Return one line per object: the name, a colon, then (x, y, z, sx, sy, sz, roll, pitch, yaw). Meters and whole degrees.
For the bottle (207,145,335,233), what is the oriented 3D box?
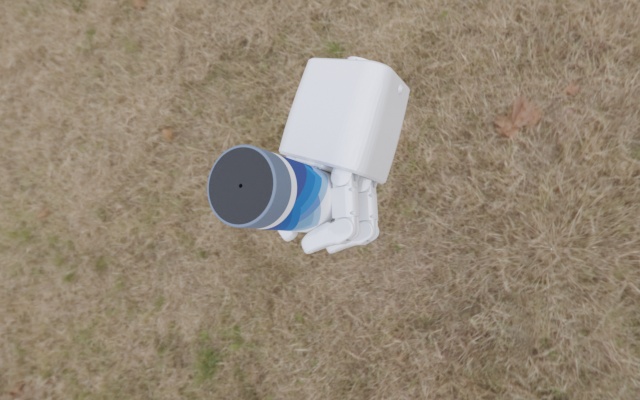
bottle: (0.000, 0.002, 0.509, 0.069, 0.069, 0.296, 0, -5, 26)
